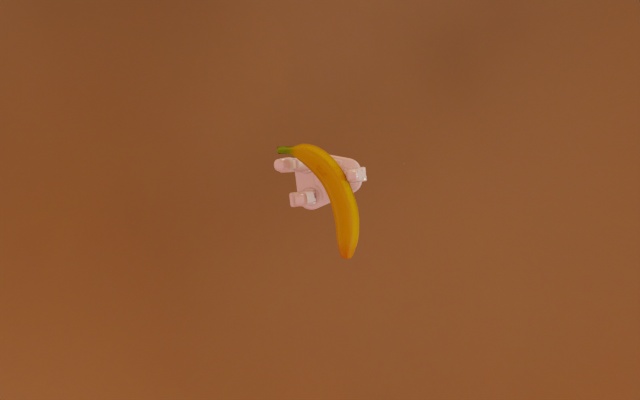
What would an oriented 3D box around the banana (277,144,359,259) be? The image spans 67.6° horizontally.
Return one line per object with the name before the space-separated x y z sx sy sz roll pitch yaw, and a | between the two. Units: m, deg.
banana | 0.014 -0.010 0.716 0.069 0.198 0.037 -32 1 3
